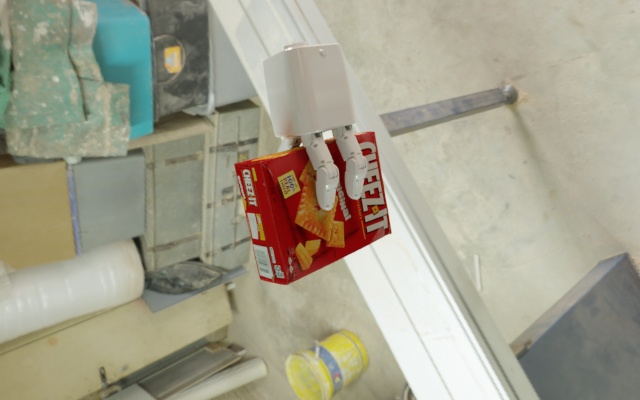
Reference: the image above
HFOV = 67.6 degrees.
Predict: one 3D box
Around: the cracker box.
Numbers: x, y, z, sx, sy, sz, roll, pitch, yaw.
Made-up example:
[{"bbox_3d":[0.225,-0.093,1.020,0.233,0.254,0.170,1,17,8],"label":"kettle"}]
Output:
[{"bbox_3d":[0.000,0.002,0.670,0.213,0.164,0.072,-20,15,-39],"label":"cracker box"}]
